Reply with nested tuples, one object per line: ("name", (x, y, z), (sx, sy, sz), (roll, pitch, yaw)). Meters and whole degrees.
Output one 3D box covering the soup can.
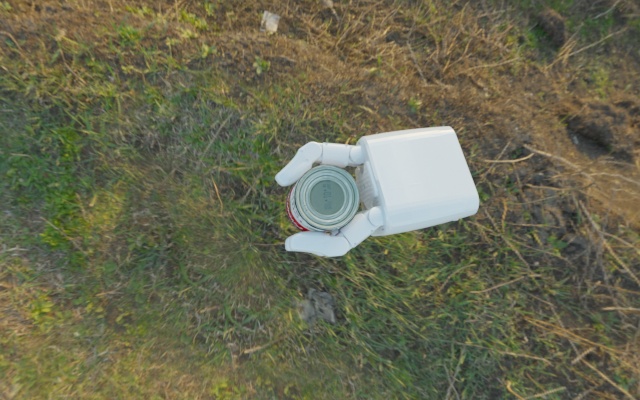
("soup can", (0.000, 0.002, 0.517), (0.068, 0.068, 0.102), (0, -5, -8))
